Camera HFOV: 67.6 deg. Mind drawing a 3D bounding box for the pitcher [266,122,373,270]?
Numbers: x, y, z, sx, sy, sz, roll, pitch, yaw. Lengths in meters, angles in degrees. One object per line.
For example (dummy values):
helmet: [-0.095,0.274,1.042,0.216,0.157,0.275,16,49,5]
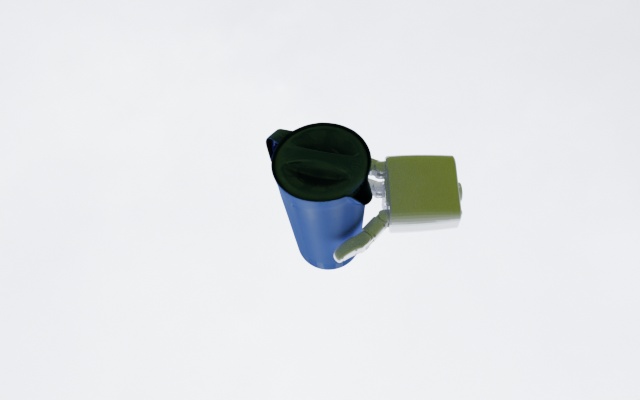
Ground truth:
pitcher: [0.000,0.002,0.728,0.145,0.149,0.243,-5,-33,1]
